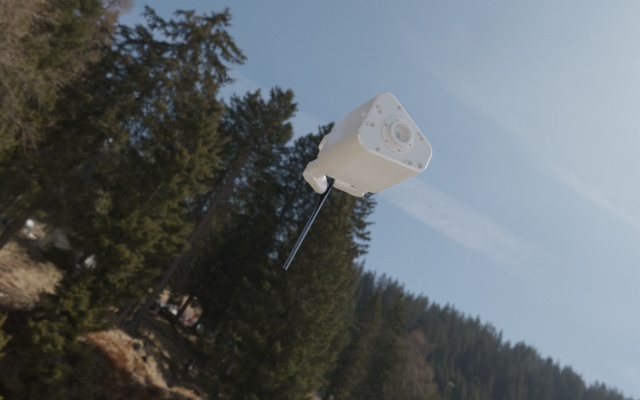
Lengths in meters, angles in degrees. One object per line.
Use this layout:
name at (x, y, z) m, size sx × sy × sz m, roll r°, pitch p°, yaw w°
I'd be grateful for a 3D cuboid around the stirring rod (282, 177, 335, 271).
stirring rod at (0.000, 0.002, 0.731) m, size 0.011 × 0.239 × 0.011 m, roll 23°, pitch -25°, yaw 12°
